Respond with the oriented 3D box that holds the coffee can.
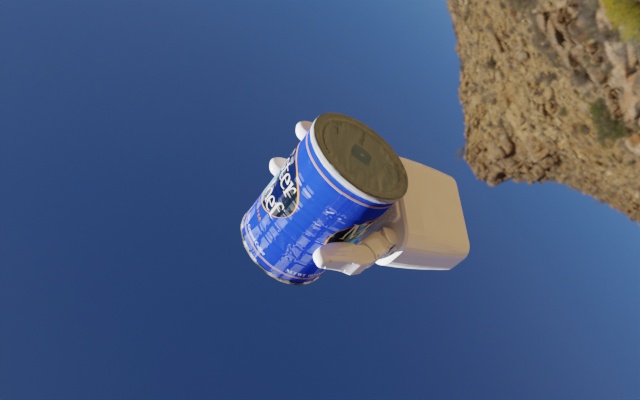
[{"bbox_3d":[0.000,0.001,0.459,0.103,0.102,0.140,0,-38,-43],"label":"coffee can"}]
